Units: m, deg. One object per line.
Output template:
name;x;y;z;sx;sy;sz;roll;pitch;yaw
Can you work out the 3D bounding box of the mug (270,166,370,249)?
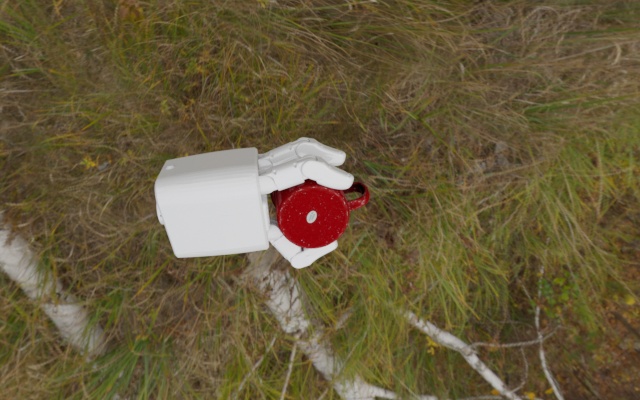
mug;0.002;0.002;0.561;0.117;0.093;0.081;-8;26;-4
